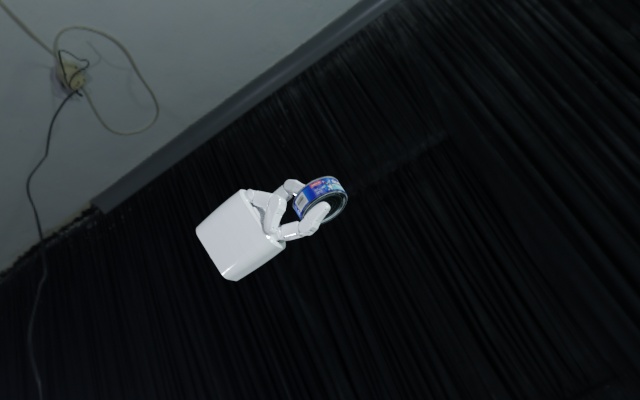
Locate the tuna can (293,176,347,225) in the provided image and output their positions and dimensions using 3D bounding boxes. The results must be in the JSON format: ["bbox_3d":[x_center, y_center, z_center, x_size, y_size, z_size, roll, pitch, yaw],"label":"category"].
[{"bbox_3d":[0.000,0.003,0.774,0.086,0.033,0.086,-23,-32,-15],"label":"tuna can"}]
